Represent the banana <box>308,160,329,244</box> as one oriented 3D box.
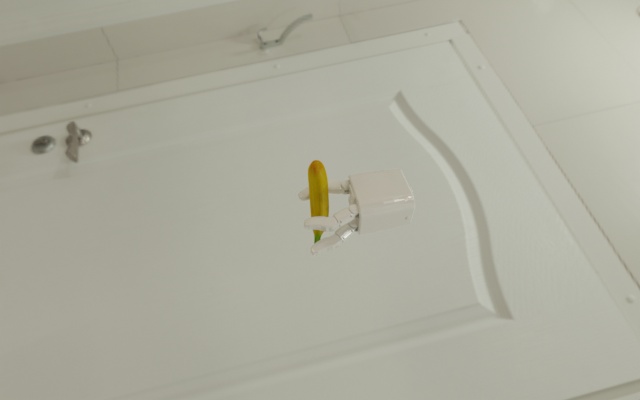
[{"bbox_3d":[-0.002,-0.006,0.886,0.037,0.198,0.069,-6,39,-4],"label":"banana"}]
